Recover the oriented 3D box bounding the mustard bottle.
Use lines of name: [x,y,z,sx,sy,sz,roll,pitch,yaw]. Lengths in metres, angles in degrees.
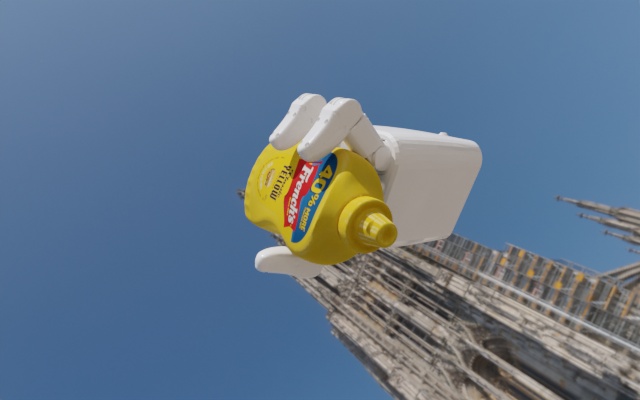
mustard bottle: [0.000,0.001,0.404,0.058,0.096,0.191,26,0,-33]
